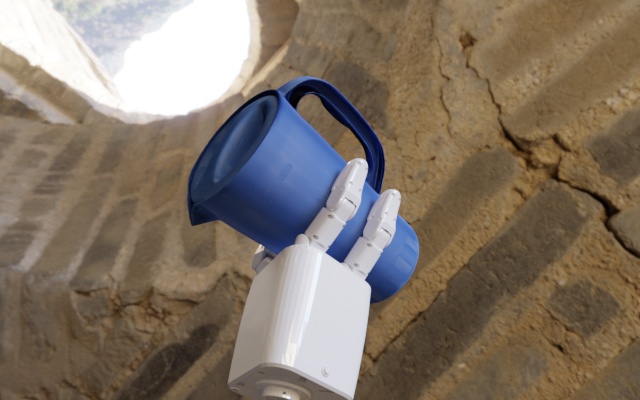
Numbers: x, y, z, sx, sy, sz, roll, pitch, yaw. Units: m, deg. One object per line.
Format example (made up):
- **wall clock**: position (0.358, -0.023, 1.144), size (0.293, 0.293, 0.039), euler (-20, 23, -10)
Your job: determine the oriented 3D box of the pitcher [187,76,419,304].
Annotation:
- **pitcher**: position (0.000, 0.002, 0.501), size (0.149, 0.145, 0.243), euler (-25, -51, 38)
